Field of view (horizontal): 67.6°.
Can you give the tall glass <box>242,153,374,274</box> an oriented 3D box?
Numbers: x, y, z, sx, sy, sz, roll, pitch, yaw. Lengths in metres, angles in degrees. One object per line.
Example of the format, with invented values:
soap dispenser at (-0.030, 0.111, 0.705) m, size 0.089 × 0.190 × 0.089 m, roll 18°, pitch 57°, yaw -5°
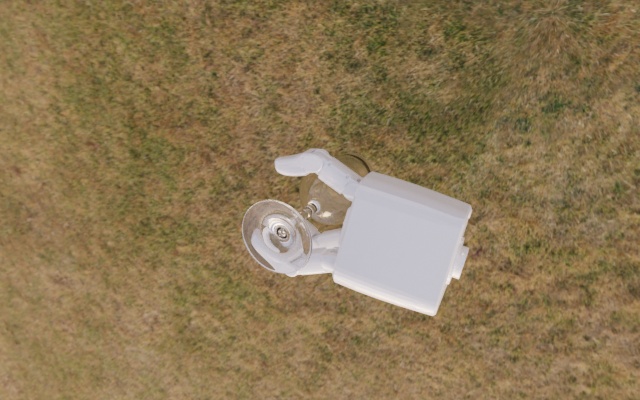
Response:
tall glass at (0.000, 0.002, 0.525) m, size 0.079 × 0.079 × 0.201 m, roll 0°, pitch 20°, yaw 26°
